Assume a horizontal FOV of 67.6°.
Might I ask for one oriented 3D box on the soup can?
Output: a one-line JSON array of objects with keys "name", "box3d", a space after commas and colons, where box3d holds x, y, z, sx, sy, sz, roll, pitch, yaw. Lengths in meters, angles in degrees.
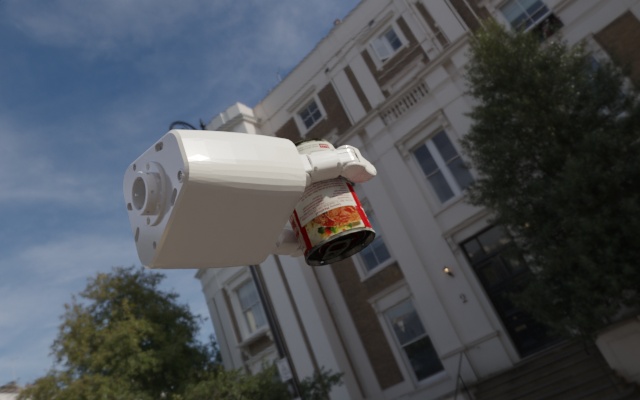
[{"name": "soup can", "box3d": [0.000, 0.001, 0.450, 0.068, 0.102, 0.068, -20, -24, -9]}]
